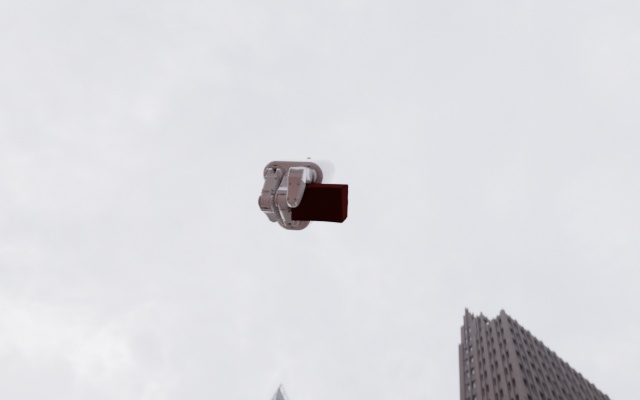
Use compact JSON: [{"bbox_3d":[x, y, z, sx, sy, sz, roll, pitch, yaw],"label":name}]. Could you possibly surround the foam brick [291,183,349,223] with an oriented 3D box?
[{"bbox_3d":[0.000,0.002,0.706,0.078,0.053,0.051,3,8,15],"label":"foam brick"}]
